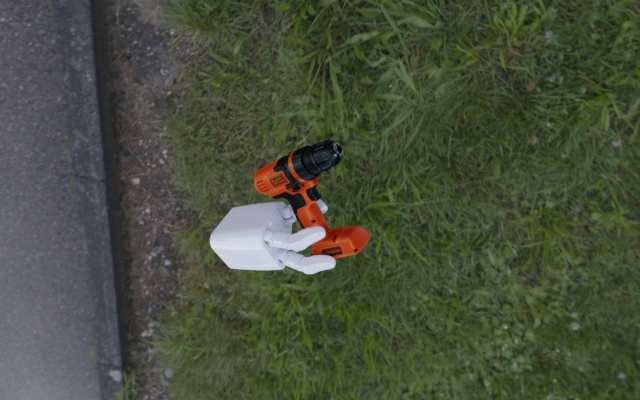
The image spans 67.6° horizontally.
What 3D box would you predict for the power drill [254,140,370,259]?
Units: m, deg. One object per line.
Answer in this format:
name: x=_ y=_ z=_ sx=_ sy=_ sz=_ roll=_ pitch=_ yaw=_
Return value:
power drill: x=0.000 y=0.003 z=0.758 sx=0.184 sy=0.188 sz=0.057 roll=-18 pitch=21 yaw=45
